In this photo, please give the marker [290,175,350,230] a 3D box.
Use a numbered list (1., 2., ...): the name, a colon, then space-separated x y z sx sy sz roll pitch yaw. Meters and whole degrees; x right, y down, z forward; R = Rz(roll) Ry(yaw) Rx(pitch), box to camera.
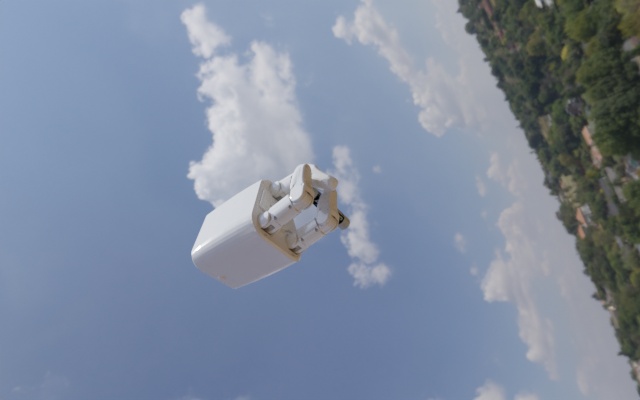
1. marker: 0.000 0.002 0.627 0.020 0.020 0.121 0 -31 40
